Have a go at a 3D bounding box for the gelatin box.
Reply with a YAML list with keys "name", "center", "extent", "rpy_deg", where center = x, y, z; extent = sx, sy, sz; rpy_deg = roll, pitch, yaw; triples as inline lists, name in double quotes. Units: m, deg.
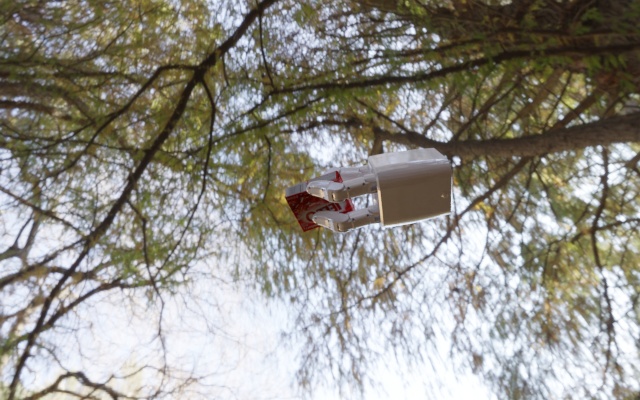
- name: "gelatin box"
  center: [0.000, 0.002, 0.729]
  extent: [0.089, 0.073, 0.030]
  rpy_deg: [-18, 35, 13]
